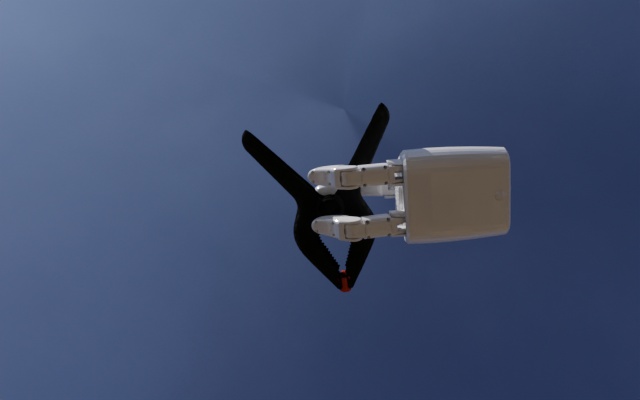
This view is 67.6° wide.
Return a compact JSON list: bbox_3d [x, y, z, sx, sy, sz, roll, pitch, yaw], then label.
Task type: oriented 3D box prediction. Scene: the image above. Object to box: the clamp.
[{"bbox_3d":[0.000,0.002,0.543,0.164,0.210,0.036,-3,11,5],"label":"clamp"}]
